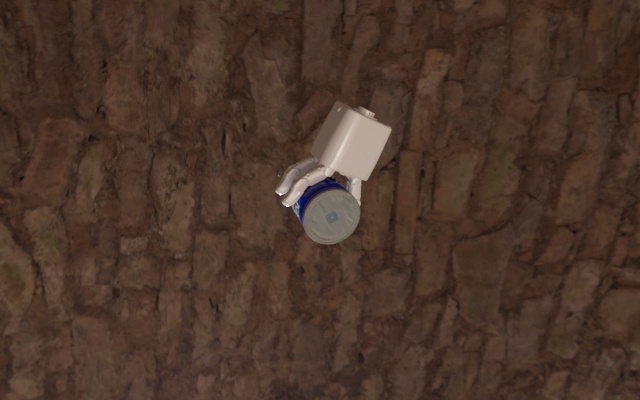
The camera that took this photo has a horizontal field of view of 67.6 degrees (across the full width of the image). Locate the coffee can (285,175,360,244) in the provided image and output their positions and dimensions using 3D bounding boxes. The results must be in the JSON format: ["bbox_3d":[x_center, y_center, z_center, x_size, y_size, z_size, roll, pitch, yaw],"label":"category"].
[{"bbox_3d":[0.000,0.003,0.874,0.103,0.103,0.140,0,23,-19],"label":"coffee can"}]
